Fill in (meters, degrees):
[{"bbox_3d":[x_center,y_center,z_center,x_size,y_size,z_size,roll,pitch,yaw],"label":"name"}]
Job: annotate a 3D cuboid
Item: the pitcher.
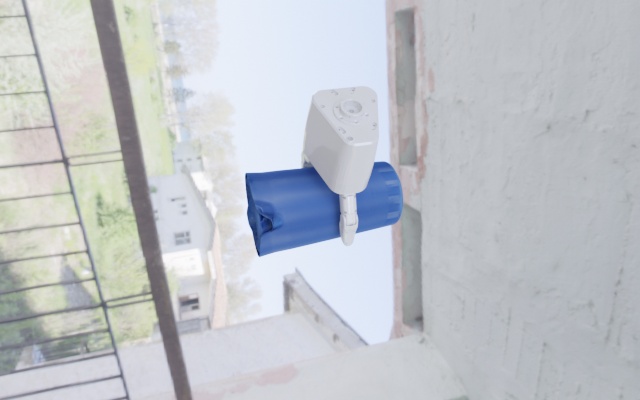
[{"bbox_3d":[0.000,0.002,0.779,0.243,0.149,0.145,-9,-34,-13],"label":"pitcher"}]
